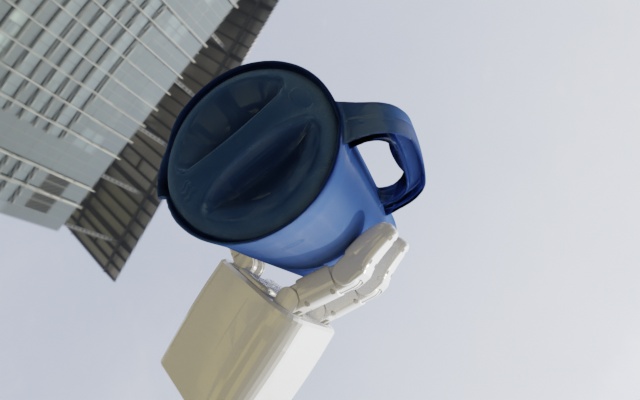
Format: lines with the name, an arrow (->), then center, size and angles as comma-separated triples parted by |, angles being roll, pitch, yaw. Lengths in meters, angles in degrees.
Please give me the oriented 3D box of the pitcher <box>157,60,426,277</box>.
pitcher -> 0.000, 0.001, 0.408 | 0.149, 0.145, 0.243 | 31, -6, 29
